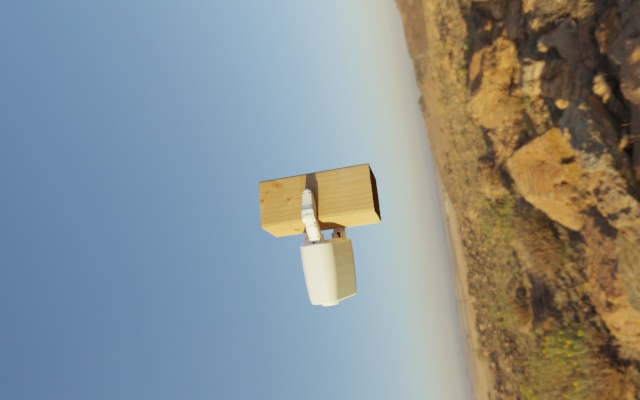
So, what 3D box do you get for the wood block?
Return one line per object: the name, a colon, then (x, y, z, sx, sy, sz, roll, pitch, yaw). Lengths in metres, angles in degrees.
wood block: (0.000, 0.003, 0.882, 0.206, 0.090, 0.091, -9, -18, 12)
